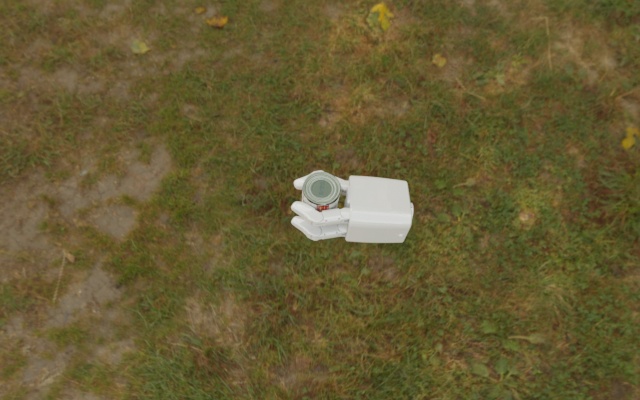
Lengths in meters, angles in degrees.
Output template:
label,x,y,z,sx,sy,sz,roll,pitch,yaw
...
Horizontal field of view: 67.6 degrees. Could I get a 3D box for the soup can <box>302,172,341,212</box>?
label,x,y,z,sx,sy,sz,roll,pitch,yaw
soup can,0.000,0.003,0.855,0.068,0.068,0.102,0,-29,-3
